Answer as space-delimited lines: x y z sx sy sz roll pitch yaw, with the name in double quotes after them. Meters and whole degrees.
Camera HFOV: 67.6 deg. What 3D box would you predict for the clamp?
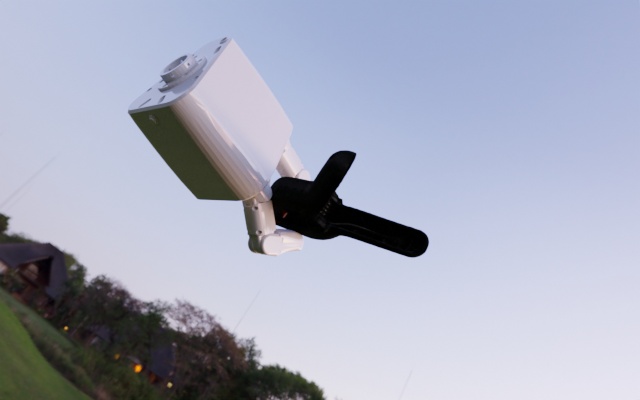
0.000 0.001 0.420 0.171 0.039 0.120 3 -42 41 "clamp"
